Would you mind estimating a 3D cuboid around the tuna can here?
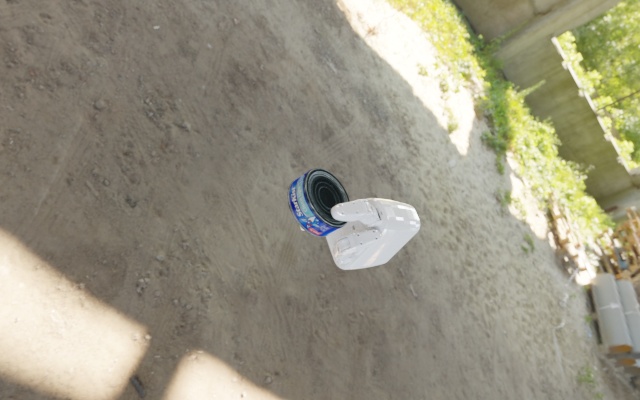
[{"bbox_3d":[0.000,0.002,0.619,0.034,0.086,0.086,-30,-19,37],"label":"tuna can"}]
